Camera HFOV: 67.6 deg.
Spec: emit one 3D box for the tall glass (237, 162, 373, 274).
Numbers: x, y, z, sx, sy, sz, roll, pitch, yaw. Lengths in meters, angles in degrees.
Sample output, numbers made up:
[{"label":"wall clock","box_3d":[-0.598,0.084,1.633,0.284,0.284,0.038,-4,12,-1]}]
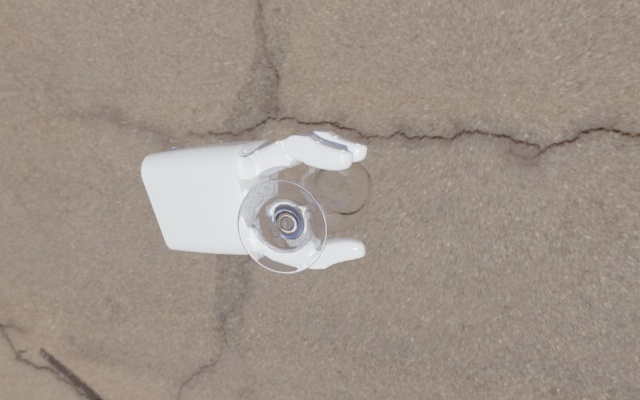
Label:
[{"label":"tall glass","box_3d":[0.000,0.002,0.454,0.079,0.079,0.201,0,11,19]}]
